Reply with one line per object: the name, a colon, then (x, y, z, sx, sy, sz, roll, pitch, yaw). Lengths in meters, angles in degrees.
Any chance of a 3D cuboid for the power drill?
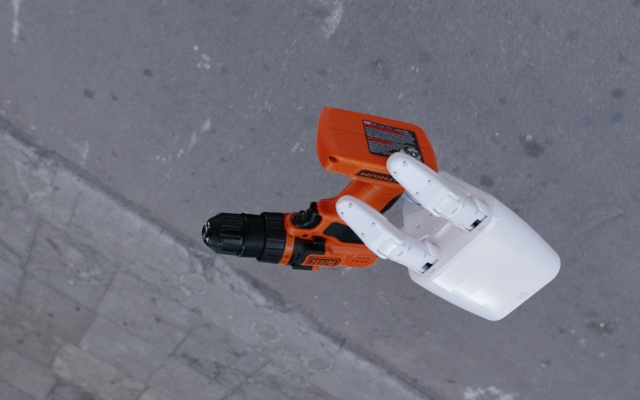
power drill: (0.001, 0.001, 0.430, 0.184, 0.057, 0.188, 6, -34, -23)
